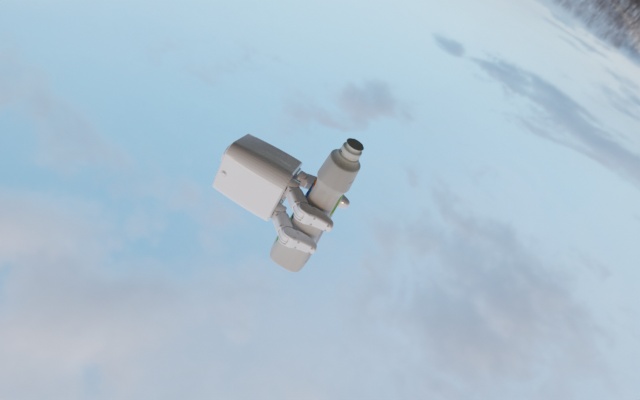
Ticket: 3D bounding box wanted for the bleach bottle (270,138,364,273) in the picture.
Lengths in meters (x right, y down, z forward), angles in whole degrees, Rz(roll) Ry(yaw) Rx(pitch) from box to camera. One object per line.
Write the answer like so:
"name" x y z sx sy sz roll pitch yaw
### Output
"bleach bottle" 0.000 0.003 0.758 0.068 0.251 0.102 30 36 -1
